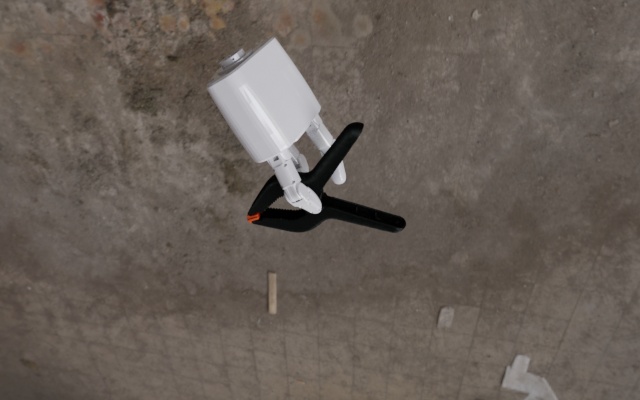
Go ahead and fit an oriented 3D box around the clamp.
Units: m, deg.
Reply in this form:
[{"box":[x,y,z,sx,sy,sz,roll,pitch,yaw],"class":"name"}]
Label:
[{"box":[-0.001,0.003,0.631,0.210,0.165,0.036,-21,28,26],"class":"clamp"}]
